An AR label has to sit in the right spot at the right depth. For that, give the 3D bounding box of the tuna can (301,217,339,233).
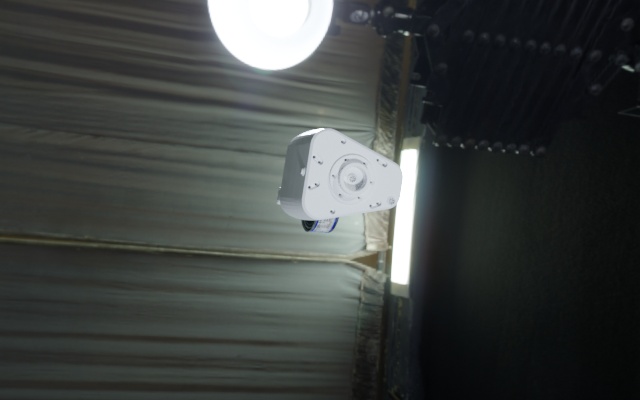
[{"bbox_3d":[0.001,0.002,0.664,0.034,0.086,0.086,6,-2,-18],"label":"tuna can"}]
